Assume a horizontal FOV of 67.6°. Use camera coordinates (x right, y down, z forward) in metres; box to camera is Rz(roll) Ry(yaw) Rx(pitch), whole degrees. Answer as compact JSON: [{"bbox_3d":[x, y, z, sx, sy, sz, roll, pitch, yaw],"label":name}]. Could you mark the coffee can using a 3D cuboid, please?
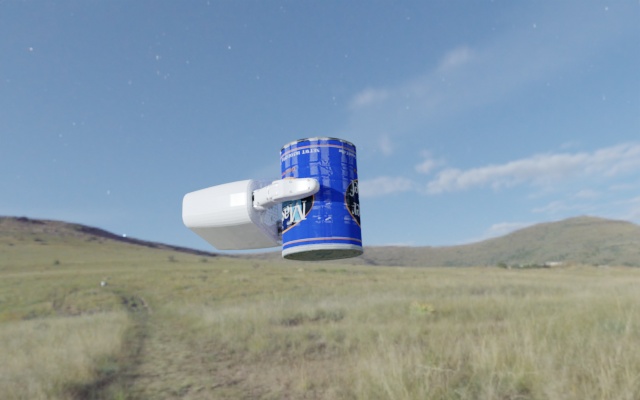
[{"bbox_3d":[0.000,0.002,0.618,0.103,0.140,0.103,-2,-14,-1],"label":"coffee can"}]
